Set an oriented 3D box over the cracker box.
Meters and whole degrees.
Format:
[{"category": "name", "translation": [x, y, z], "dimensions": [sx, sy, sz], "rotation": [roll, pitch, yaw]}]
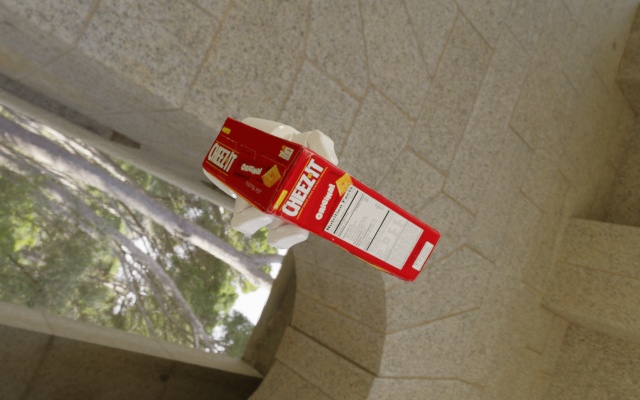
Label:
[{"category": "cracker box", "translation": [0.000, 0.002, 0.516], "dimensions": [0.214, 0.072, 0.164], "rotation": [29, -1, -38]}]
